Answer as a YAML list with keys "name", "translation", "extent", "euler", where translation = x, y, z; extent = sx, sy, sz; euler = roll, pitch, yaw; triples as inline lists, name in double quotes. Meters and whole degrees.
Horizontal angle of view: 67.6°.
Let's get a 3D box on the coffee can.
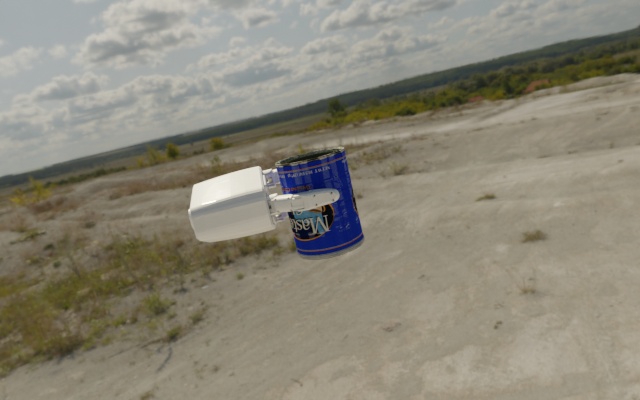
- name: "coffee can"
  translation: [0.000, 0.002, 0.695]
  extent: [0.103, 0.140, 0.102]
  euler: [-13, 11, 3]
